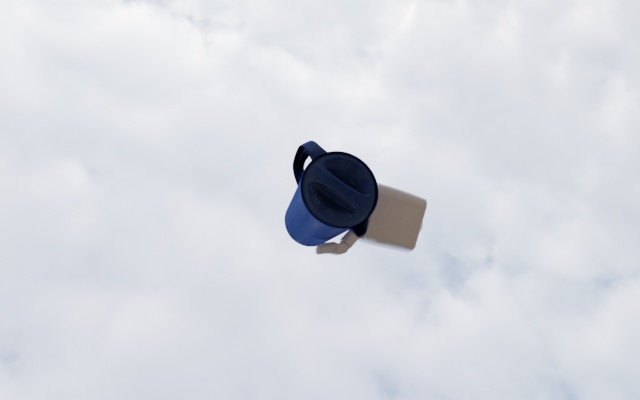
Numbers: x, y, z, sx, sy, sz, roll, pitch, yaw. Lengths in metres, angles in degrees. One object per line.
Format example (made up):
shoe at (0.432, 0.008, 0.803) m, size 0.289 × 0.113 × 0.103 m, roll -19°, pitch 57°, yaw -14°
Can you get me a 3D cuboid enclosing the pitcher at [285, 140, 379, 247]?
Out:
pitcher at (0.000, 0.003, 0.885) m, size 0.145 × 0.149 × 0.243 m, roll 16°, pitch -19°, yaw -10°
